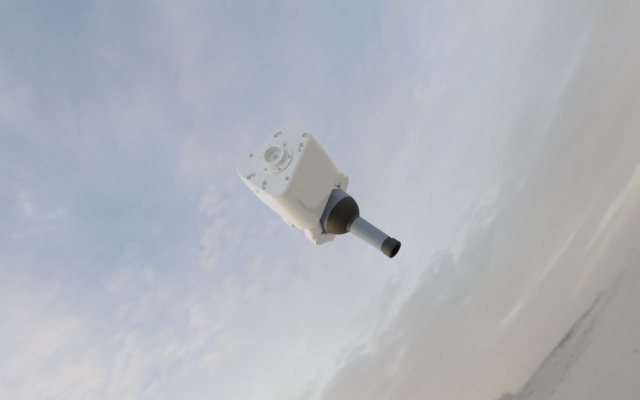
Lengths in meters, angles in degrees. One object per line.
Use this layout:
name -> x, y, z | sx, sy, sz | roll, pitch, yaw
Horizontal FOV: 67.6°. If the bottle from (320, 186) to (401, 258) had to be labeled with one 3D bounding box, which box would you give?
bottle -> 0.000, 0.002, 0.747 | 0.295, 0.069, 0.069 | 33, 18, 32
